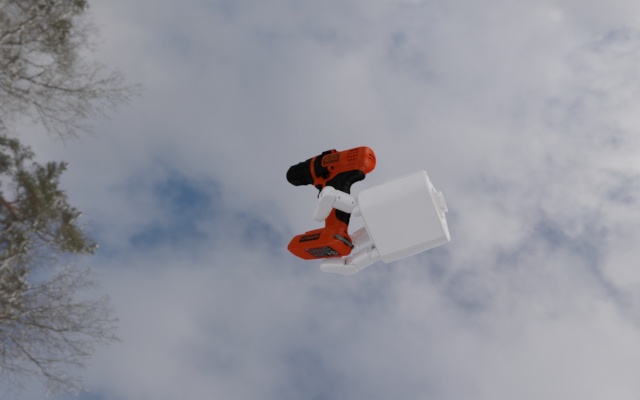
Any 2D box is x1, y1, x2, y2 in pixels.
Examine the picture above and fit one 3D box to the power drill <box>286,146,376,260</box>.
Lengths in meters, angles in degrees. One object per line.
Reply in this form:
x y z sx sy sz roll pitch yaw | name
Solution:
0.000 0.003 0.801 0.184 0.187 0.057 -12 -33 39 | power drill
